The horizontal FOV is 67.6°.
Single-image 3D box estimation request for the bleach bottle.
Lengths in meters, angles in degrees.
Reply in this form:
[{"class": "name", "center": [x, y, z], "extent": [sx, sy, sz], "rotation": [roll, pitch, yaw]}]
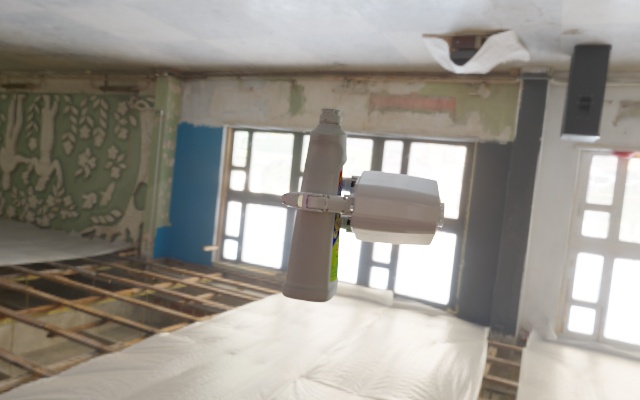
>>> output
[{"class": "bleach bottle", "center": [0.000, 0.002, 0.645], "extent": [0.068, 0.251, 0.102], "rotation": [6, 2, 11]}]
